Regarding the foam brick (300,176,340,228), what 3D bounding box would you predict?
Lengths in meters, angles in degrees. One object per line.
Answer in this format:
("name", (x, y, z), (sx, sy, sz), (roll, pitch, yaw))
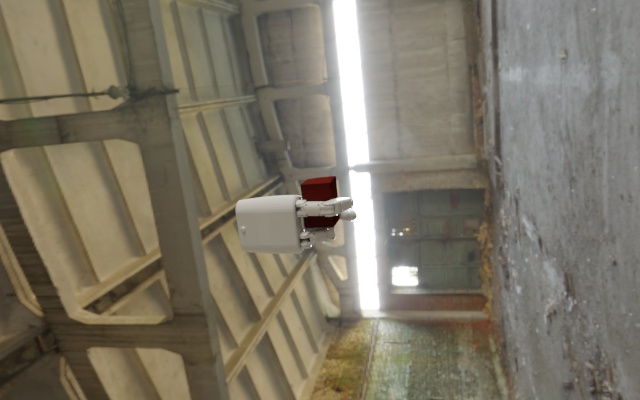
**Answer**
("foam brick", (0.000, 0.002, 0.808), (0.051, 0.078, 0.053), (-2, 13, 15))
